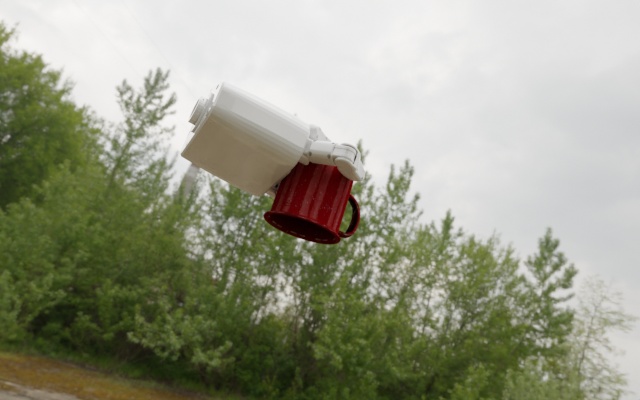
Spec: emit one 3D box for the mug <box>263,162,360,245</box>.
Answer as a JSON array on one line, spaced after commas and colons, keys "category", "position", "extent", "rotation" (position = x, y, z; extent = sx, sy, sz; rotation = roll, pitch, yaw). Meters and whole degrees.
[{"category": "mug", "position": [0.001, 0.002, 0.564], "extent": [0.117, 0.081, 0.093], "rotation": [27, -20, -24]}]
